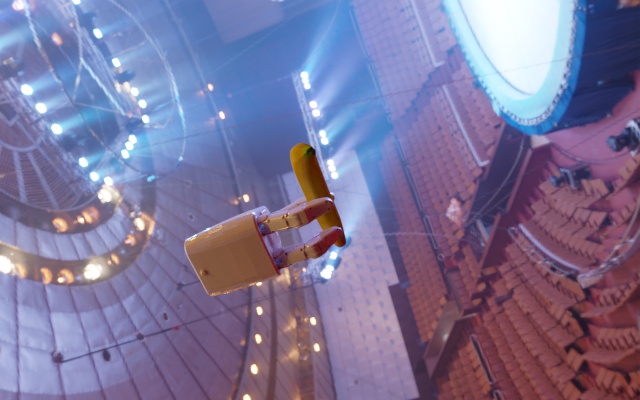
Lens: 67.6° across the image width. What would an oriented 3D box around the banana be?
[{"bbox_3d":[-0.006,-0.012,0.662,0.037,0.069,0.198,-22,-45,0],"label":"banana"}]
